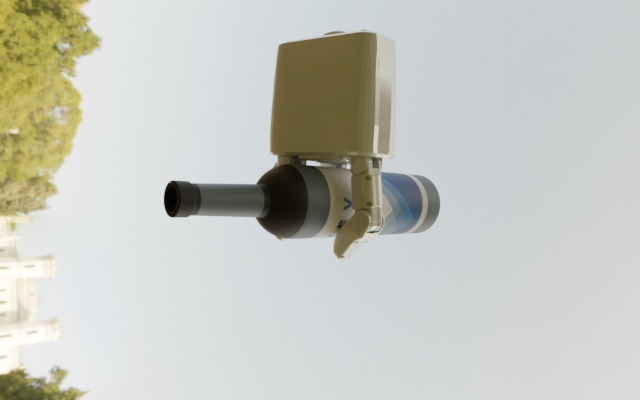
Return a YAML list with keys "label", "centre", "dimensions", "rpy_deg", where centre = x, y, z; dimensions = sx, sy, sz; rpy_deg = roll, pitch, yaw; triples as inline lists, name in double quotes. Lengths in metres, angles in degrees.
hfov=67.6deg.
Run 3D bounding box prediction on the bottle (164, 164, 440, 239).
- label: "bottle"
  centre: [0.000, 0.002, 0.446]
  dimensions: [0.296, 0.069, 0.069]
  rpy_deg: [1, -1, -42]
